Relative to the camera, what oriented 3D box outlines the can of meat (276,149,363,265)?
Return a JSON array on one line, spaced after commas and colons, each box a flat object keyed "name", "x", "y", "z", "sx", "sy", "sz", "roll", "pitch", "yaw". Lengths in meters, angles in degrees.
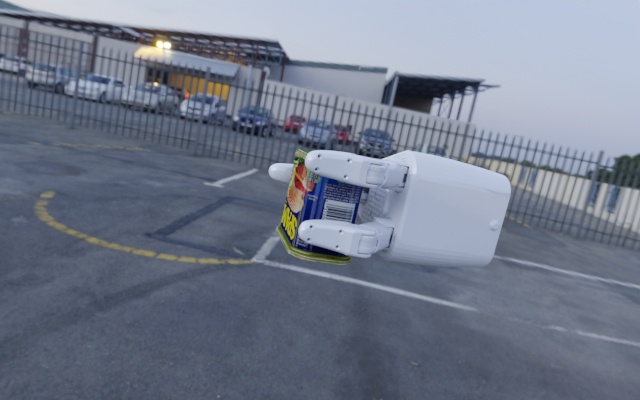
[{"name": "can of meat", "x": 0.000, "y": 0.001, "z": 0.433, "sx": 0.057, "sy": 0.084, "sz": 0.102, "roll": 10, "pitch": 9, "yaw": -15}]
